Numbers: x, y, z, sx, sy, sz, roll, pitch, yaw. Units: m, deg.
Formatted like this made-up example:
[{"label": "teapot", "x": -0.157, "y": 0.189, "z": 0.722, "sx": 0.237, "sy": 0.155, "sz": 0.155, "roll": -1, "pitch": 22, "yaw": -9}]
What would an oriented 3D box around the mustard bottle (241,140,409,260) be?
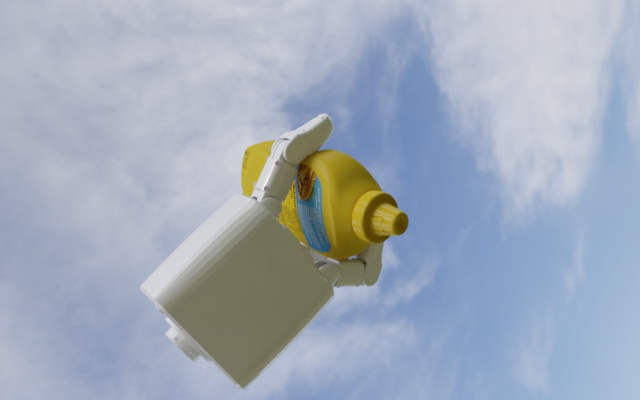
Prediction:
[{"label": "mustard bottle", "x": 0.000, "y": 0.001, "z": 0.425, "sx": 0.058, "sy": 0.096, "sz": 0.191, "roll": -20, "pitch": 22, "yaw": -34}]
